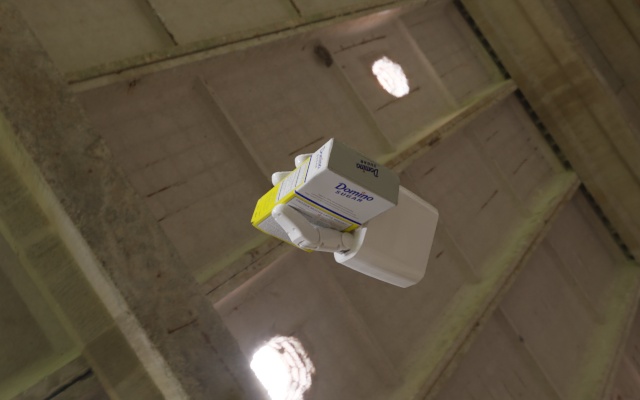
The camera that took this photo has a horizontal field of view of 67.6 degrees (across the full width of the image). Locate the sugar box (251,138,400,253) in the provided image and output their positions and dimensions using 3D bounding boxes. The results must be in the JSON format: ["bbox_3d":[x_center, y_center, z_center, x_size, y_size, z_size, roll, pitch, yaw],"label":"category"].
[{"bbox_3d":[0.000,0.001,0.552,0.093,0.048,0.176,27,-36,-23],"label":"sugar box"}]
